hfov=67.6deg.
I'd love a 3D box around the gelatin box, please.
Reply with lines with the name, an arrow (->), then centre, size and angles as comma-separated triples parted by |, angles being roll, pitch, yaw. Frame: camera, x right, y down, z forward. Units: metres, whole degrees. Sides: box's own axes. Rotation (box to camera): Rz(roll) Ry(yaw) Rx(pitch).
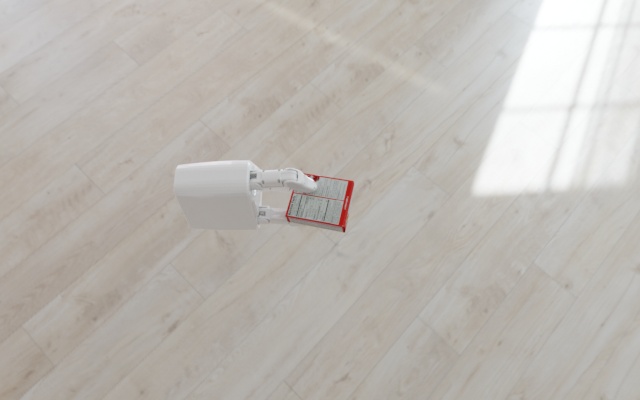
gelatin box -> 0.000, 0.002, 0.700 | 0.089, 0.073, 0.030 | 9, -21, 12
